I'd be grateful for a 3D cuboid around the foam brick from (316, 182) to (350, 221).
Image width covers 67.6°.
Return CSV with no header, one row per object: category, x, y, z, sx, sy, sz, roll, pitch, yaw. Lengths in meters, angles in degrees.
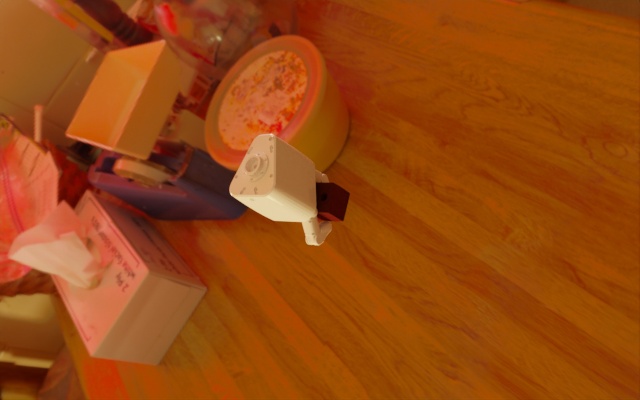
foam brick,0.000,0.003,0.805,0.078,0.053,0.051,0,-20,35
